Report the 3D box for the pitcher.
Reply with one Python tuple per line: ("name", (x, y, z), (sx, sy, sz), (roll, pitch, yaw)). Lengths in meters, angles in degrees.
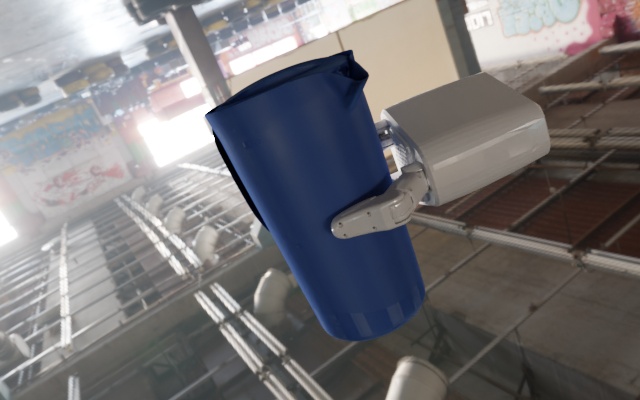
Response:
("pitcher", (0.000, 0.001, 0.438), (0.145, 0.243, 0.149), (-23, 18, -1))
